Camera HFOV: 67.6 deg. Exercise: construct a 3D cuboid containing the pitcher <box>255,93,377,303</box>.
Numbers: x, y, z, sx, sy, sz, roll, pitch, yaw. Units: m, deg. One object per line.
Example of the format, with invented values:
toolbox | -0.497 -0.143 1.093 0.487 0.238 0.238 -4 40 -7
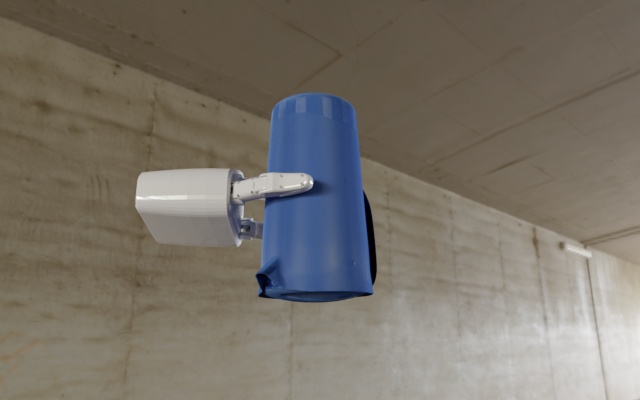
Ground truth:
pitcher | 0.000 0.002 0.587 0.145 0.242 0.149 -1 -15 1
